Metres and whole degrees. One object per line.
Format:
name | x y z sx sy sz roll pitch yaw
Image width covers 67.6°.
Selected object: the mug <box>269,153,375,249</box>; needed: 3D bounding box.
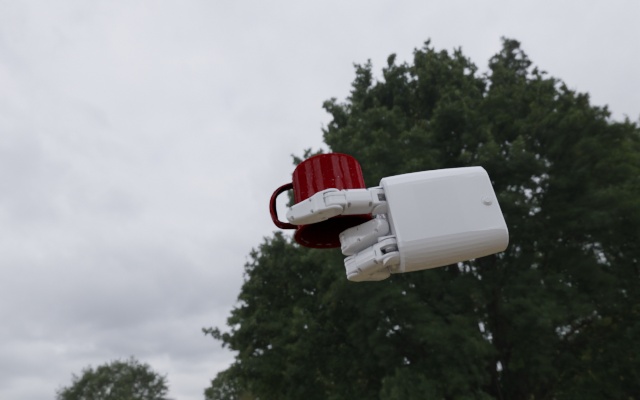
mug | -0.001 0.002 0.541 0.117 0.081 0.093 -8 -26 -2
